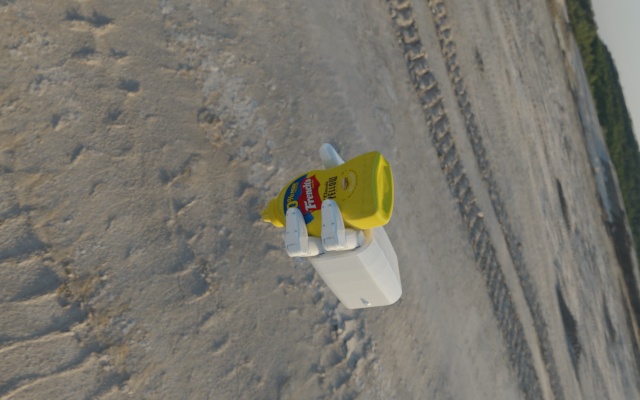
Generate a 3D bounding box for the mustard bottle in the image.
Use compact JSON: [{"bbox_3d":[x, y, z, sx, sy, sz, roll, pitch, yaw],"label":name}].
[{"bbox_3d":[0.000,0.002,0.635,0.191,0.096,0.058,-14,-33,31],"label":"mustard bottle"}]
